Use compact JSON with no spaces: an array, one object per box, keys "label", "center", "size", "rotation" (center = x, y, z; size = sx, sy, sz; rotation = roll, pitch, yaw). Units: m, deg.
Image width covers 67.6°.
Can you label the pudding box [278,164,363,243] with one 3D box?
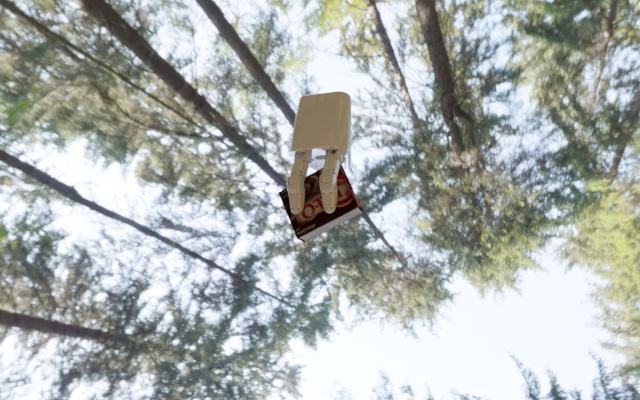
[{"label":"pudding box","center":[0.000,0.003,0.767],"size":[0.113,0.090,0.039],"rotation":[-29,-26,11]}]
